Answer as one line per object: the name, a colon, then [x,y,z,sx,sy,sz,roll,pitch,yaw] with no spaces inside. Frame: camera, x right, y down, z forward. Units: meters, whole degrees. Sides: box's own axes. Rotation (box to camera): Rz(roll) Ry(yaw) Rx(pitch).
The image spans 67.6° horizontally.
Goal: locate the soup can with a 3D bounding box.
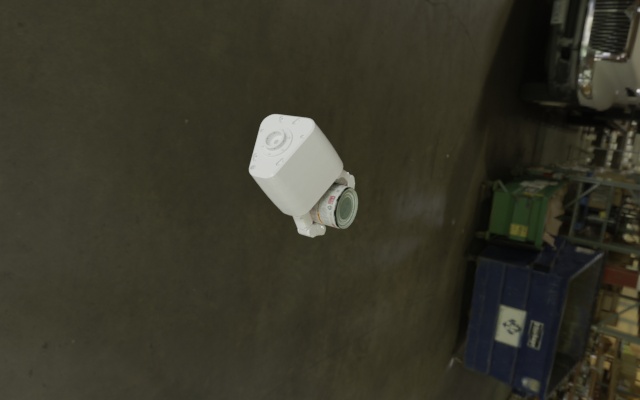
soup can: [0.001,0.003,0.764,0.102,0.068,0.068,13,7,32]
